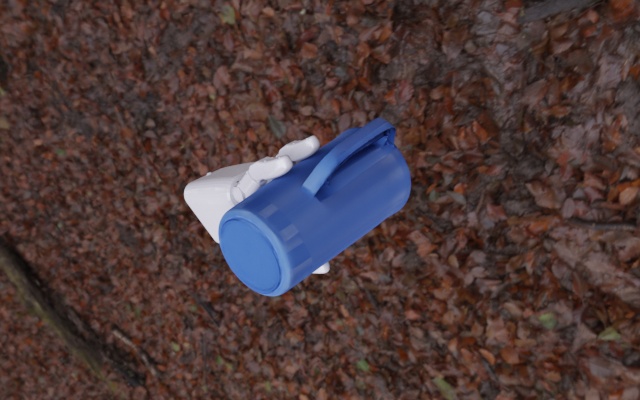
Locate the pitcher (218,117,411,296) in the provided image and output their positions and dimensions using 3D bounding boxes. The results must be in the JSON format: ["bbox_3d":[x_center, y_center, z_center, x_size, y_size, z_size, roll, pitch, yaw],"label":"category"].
[{"bbox_3d":[0.000,0.002,0.580,0.145,0.149,0.242,-1,24,42],"label":"pitcher"}]
